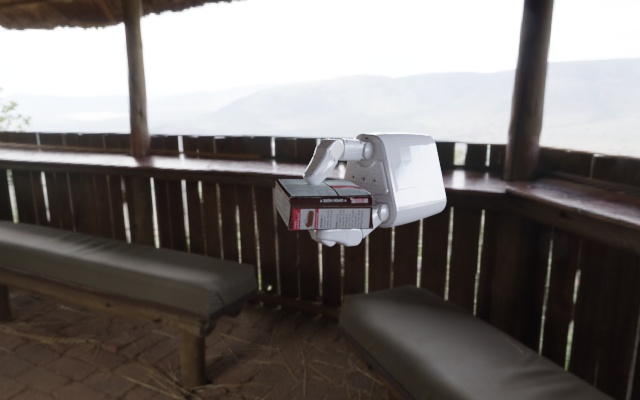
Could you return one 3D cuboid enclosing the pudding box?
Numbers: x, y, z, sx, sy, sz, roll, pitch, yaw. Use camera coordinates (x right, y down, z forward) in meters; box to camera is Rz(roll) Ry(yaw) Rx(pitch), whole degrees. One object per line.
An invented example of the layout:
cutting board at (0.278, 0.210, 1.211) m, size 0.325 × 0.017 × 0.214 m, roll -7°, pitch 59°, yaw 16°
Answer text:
pudding box at (0.000, 0.002, 0.526) m, size 0.090 × 0.039 × 0.113 m, roll -1°, pitch 11°, yaw -12°
